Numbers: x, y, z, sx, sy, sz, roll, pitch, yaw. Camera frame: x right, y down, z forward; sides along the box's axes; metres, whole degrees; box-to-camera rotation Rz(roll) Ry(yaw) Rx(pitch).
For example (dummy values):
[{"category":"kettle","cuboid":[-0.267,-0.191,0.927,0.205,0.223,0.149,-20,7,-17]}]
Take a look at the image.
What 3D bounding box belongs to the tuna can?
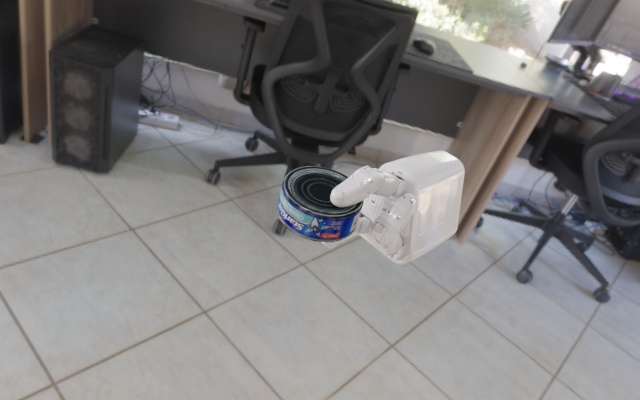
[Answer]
[{"category":"tuna can","cuboid":[0.000,0.001,0.489,0.086,0.034,0.086,10,37,-8]}]
